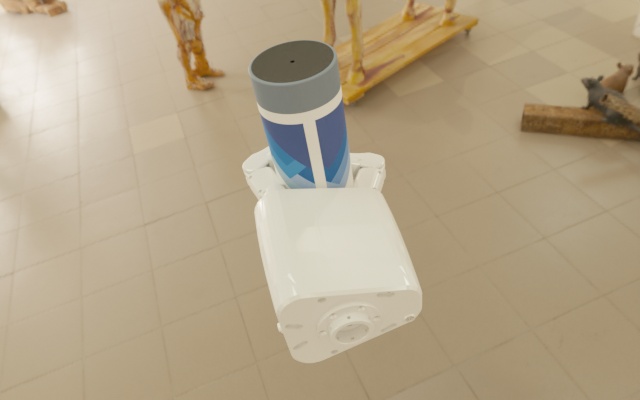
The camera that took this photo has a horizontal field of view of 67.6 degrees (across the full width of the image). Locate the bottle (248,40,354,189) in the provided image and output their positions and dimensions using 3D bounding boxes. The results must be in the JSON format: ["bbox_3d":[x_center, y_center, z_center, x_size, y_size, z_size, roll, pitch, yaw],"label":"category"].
[{"bbox_3d":[0.000,0.001,0.452,0.069,0.296,0.069,-6,44,6],"label":"bottle"}]
